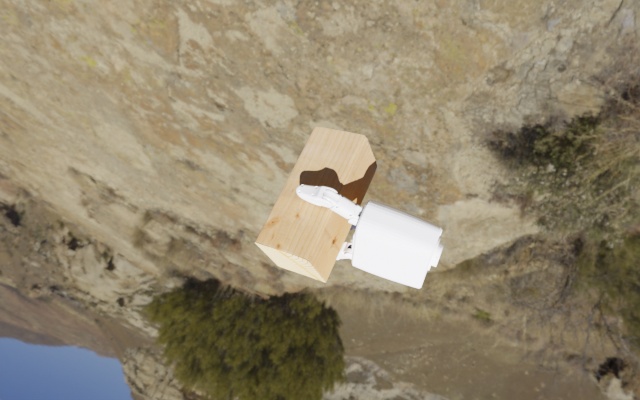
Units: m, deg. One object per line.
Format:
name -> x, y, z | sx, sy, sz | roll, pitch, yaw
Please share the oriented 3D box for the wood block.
wood block -> 0.000, 0.002, 0.715 | 0.090, 0.206, 0.091 | 15, -23, 26
